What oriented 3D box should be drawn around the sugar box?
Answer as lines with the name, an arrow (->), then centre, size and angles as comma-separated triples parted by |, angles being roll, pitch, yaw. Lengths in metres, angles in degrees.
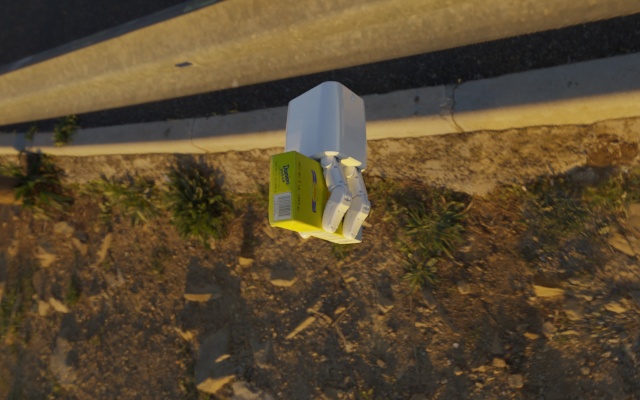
sugar box -> 0.001, 0.002, 0.655 | 0.048, 0.093, 0.176 | -8, -16, 34
